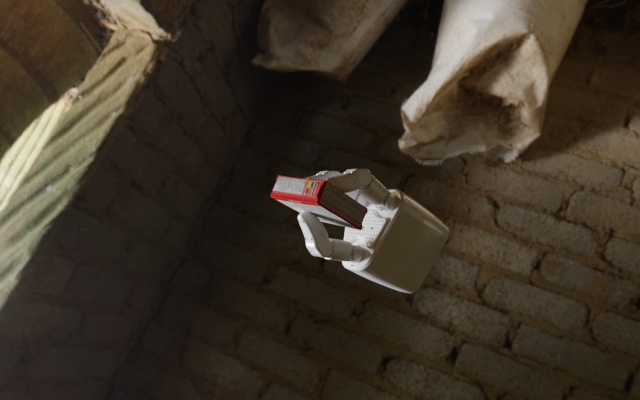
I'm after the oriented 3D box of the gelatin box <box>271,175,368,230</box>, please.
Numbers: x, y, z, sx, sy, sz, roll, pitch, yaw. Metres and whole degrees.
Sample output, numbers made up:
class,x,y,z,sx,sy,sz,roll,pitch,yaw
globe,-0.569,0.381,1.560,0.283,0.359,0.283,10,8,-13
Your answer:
class,x,y,z,sx,sy,sz,roll,pitch,yaw
gelatin box,0.000,0.002,0.544,0.073,0.030,0.089,9,-14,42
